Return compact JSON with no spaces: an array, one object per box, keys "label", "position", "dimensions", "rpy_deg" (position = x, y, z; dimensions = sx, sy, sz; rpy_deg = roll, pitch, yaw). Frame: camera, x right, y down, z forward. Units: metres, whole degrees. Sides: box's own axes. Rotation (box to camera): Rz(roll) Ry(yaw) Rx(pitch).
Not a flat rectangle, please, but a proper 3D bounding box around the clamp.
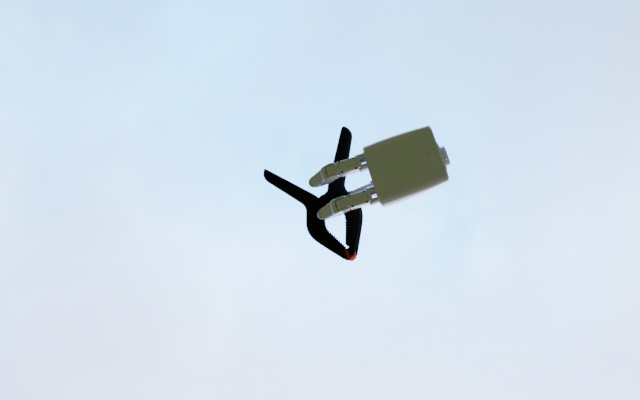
[{"label":"clamp","position":[0.001,0.003,0.772],"dimensions":[0.164,0.210,0.036],"rpy_deg":[-20,-15,16]}]
